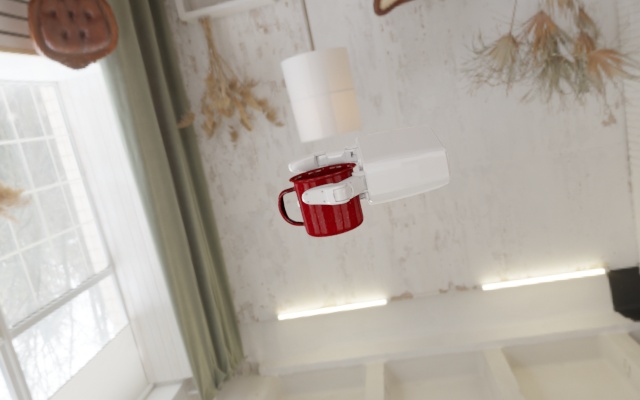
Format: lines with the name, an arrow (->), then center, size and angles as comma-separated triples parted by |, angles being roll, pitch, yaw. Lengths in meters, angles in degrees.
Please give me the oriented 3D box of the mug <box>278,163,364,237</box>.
mug -> -0.001, 0.003, 0.649 | 0.117, 0.081, 0.093 | -12, 11, 6
